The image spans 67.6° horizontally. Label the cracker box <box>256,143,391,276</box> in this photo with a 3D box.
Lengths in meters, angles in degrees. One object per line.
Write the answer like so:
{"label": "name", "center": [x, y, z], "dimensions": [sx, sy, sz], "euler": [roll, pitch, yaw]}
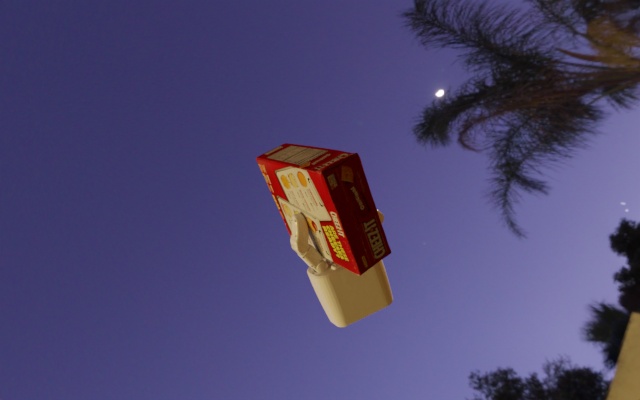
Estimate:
{"label": "cracker box", "center": [0.000, 0.002, 0.729], "dimensions": [0.072, 0.164, 0.213], "euler": [-31, 24, -23]}
